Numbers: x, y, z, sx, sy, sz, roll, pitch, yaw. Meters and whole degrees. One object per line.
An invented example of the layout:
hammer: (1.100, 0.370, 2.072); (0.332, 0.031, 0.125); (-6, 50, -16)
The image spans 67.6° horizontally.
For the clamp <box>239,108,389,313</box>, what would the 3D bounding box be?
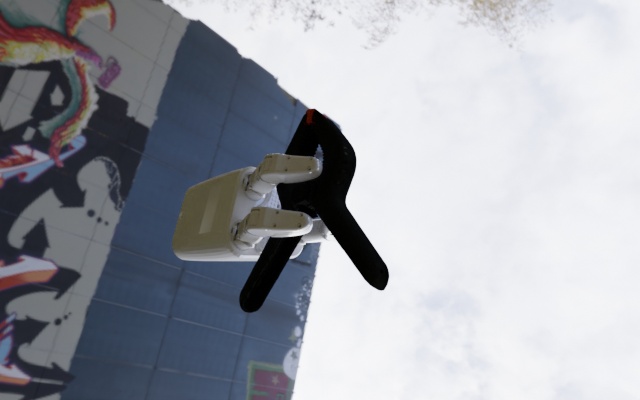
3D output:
clamp: (0.000, 0.001, 0.454); (0.164, 0.210, 0.036); (-10, -29, 39)
